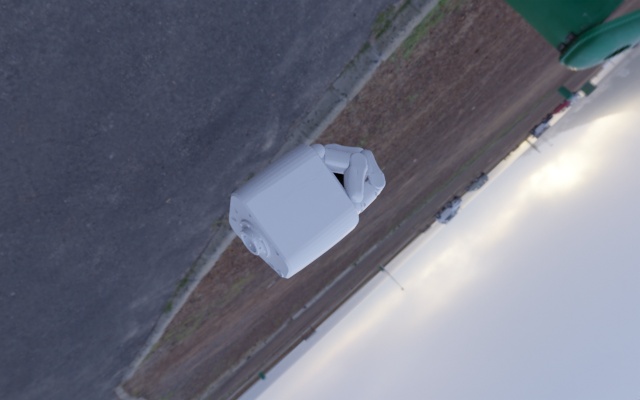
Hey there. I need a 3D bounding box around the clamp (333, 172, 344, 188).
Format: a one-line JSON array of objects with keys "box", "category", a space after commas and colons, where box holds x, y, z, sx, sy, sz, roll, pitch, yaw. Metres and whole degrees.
[{"box": [0.001, 0.002, 0.651, 0.120, 0.039, 0.171, -37, -14, -26], "category": "clamp"}]
